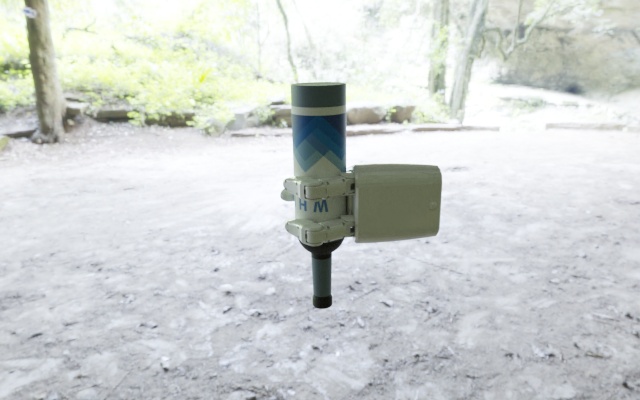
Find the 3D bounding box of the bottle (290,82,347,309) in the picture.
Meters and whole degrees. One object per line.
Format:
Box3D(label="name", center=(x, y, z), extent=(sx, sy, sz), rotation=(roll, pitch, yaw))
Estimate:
Box3D(label="bottle", center=(0.000, 0.002, 0.610), extent=(0.069, 0.296, 0.069), rotation=(-1, 18, 0))
